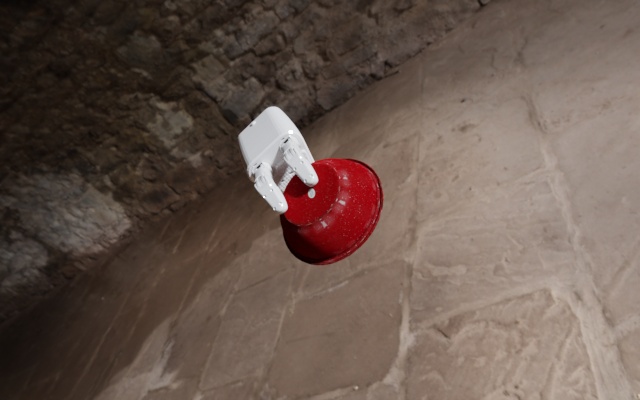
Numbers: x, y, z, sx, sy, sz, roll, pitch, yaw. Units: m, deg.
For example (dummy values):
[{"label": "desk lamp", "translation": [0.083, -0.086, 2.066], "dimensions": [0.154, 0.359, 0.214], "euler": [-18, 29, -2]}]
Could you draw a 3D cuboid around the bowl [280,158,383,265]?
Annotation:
[{"label": "bowl", "translation": [0.001, 0.002, 0.639], "dimensions": [0.162, 0.162, 0.055], "euler": [0, -25, 36]}]
